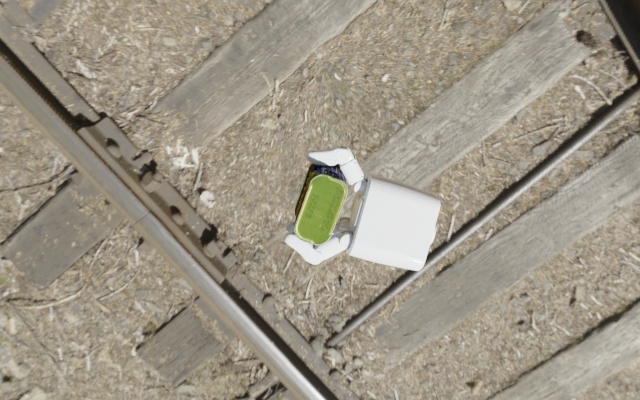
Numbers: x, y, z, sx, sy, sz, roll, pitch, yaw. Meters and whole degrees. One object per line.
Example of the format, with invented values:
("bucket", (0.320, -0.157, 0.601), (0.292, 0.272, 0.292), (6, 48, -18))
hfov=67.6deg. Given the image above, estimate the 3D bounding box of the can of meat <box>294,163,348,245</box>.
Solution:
("can of meat", (0.000, 0.002, 0.660), (0.057, 0.102, 0.084), (18, 16, -6))
